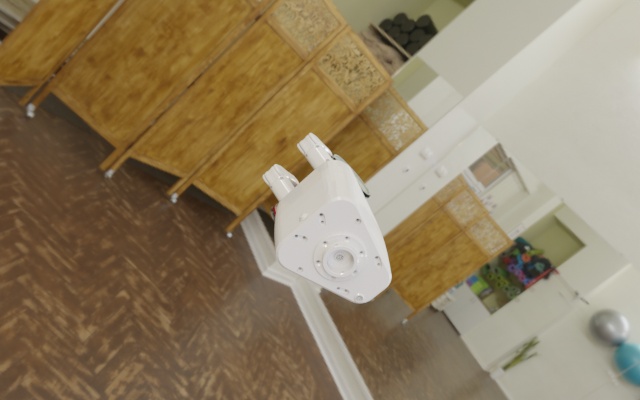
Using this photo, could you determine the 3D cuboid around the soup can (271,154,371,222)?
[{"bbox_3d":[0.000,0.002,0.570,0.102,0.068,0.068,-41,-11,12],"label":"soup can"}]
